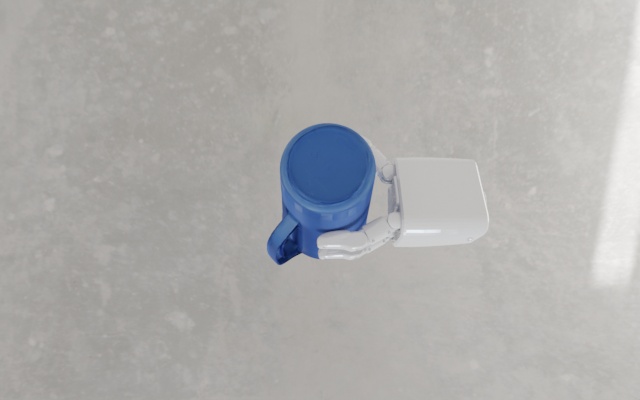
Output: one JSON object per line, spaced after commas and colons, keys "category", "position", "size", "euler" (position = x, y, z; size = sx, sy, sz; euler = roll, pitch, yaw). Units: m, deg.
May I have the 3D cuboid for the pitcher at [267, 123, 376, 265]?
{"category": "pitcher", "position": [0.000, 0.002, 0.636], "size": [0.145, 0.149, 0.243], "euler": [2, -16, 0]}
